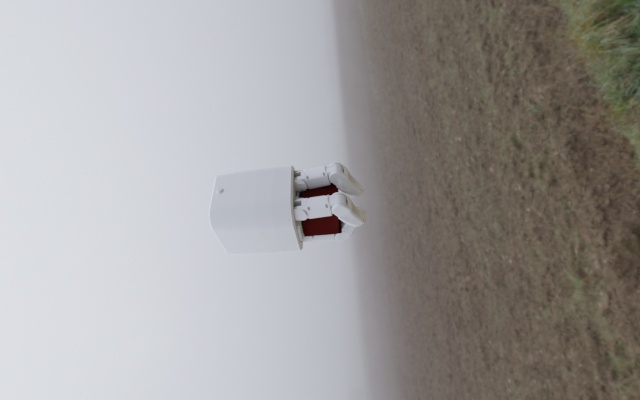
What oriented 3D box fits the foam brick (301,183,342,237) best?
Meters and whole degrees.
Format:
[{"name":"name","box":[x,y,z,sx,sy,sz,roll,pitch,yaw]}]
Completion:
[{"name":"foam brick","box":[0.000,0.002,0.649,0.051,0.053,0.078,-5,43,3]}]
